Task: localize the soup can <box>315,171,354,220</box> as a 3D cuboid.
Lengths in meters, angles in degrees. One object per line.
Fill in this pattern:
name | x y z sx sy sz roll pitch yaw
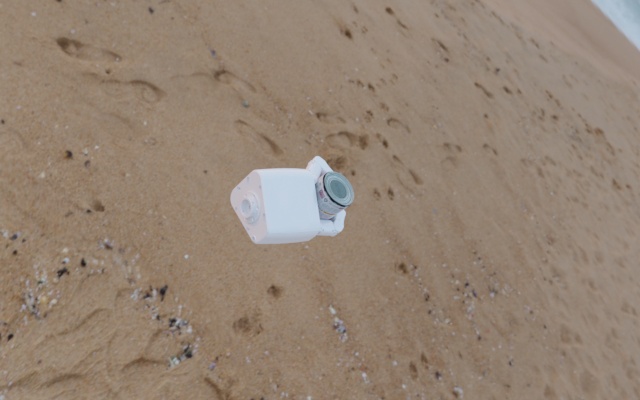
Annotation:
soup can | 0.001 0.003 0.818 0.068 0.068 0.102 0 -28 -44
